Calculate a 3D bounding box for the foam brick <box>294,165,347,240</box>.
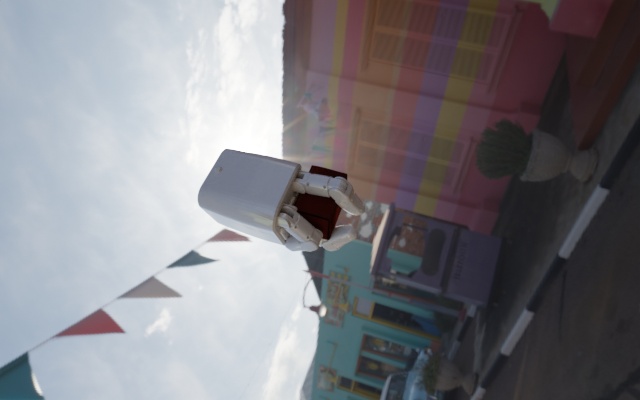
[{"bbox_3d":[0.000,0.002,0.627,0.051,0.078,0.053,15,-34,11],"label":"foam brick"}]
